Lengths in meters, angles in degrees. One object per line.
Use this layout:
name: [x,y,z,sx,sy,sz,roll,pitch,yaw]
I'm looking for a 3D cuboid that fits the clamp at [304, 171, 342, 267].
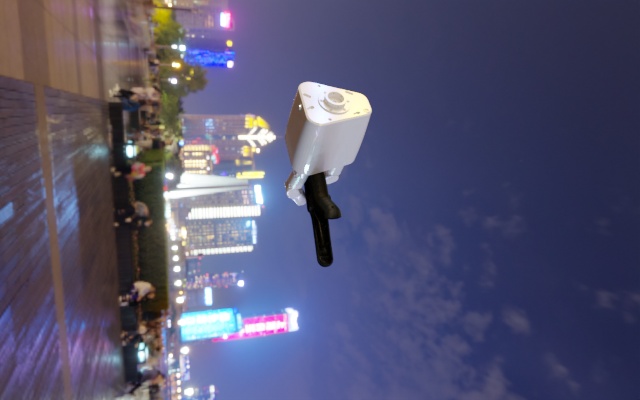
clamp: [0.001,0.002,0.735,0.039,0.171,0.120,-2,-36,-18]
